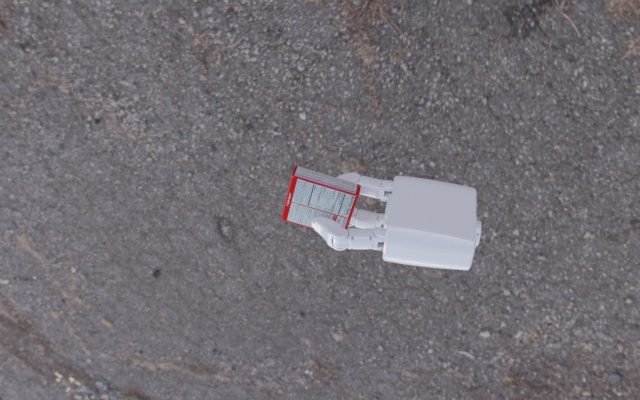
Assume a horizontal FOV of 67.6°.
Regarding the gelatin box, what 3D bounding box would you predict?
[{"bbox_3d":[0.000,0.002,0.622,0.089,0.073,0.030,16,36,-1],"label":"gelatin box"}]
